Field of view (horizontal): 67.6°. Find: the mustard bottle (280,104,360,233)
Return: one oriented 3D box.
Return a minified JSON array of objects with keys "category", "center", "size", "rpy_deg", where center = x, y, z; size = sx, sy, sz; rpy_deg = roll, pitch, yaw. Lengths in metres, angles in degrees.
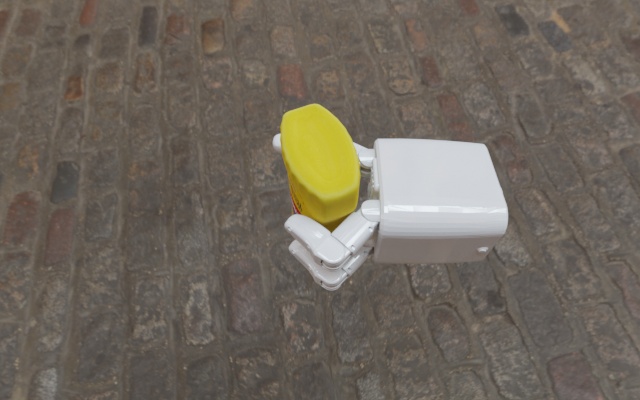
[{"category":"mustard bottle","center":[0.000,0.001,0.465],"size":[0.058,0.096,0.192],"rpy_deg":[-21,-26,-10]}]
